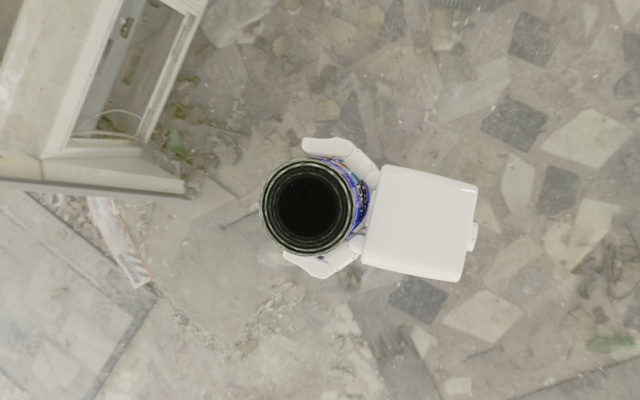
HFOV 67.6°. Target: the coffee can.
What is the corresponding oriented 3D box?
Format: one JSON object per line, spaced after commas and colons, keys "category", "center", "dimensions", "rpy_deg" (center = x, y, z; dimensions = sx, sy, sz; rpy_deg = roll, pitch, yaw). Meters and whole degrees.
{"category": "coffee can", "center": [0.000, 0.002, 0.554], "dimensions": [0.103, 0.103, 0.140], "rpy_deg": [0, 5, 12]}
